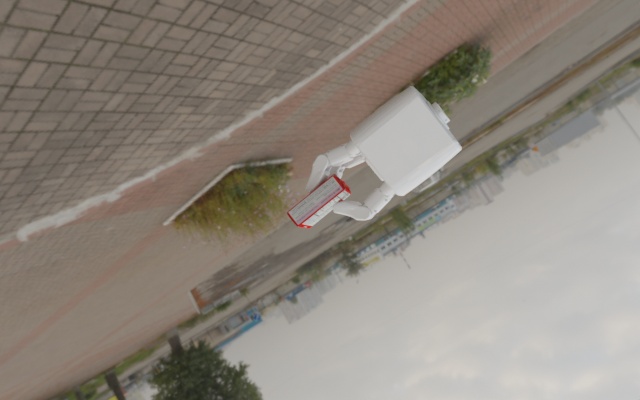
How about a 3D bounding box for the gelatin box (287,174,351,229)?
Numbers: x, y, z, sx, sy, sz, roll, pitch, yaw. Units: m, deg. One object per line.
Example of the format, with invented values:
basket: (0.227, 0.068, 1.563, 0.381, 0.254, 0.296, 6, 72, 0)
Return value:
gelatin box: (0.000, 0.003, 0.694, 0.089, 0.030, 0.073, -40, -10, 5)
